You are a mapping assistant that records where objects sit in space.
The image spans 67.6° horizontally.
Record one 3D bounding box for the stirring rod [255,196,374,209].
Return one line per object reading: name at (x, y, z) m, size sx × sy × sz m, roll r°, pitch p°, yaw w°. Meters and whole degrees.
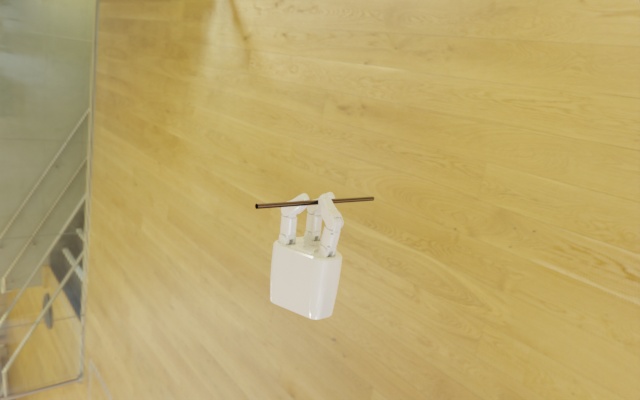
stirring rod at (0.000, 0.003, 0.760) m, size 0.239 × 0.011 × 0.011 m, roll -4°, pitch 2°, yaw -40°
